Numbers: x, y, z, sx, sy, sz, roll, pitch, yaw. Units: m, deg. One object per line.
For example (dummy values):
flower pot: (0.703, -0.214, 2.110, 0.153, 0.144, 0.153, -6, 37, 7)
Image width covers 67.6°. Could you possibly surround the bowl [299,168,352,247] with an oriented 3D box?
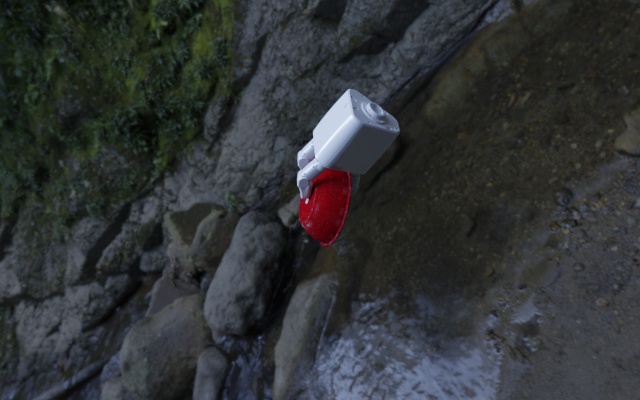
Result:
bowl: (-0.001, 0.004, 0.889, 0.055, 0.162, 0.162, 12, -4, -18)
